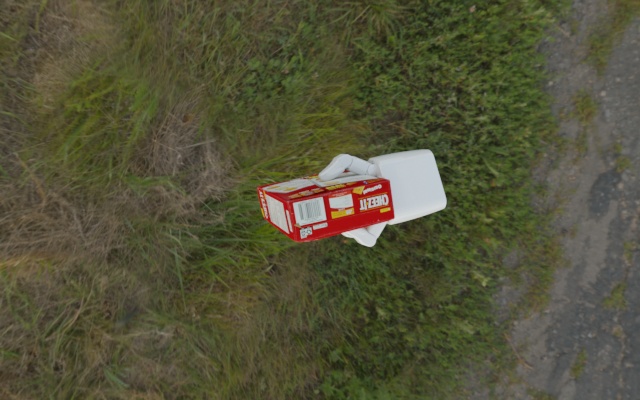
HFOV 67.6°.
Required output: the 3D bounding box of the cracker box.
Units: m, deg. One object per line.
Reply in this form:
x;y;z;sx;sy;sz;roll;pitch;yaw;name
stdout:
0.000;0.002;0.792;0.164;0.072;0.213;-13;11;-17;cracker box
